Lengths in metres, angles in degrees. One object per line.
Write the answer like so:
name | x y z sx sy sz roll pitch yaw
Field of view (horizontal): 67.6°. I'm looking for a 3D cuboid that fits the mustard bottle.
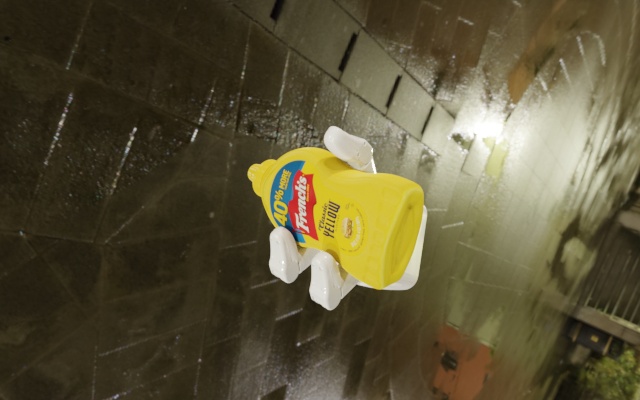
mustard bottle | 0.000 0.002 0.456 0.191 0.096 0.058 25 25 35
